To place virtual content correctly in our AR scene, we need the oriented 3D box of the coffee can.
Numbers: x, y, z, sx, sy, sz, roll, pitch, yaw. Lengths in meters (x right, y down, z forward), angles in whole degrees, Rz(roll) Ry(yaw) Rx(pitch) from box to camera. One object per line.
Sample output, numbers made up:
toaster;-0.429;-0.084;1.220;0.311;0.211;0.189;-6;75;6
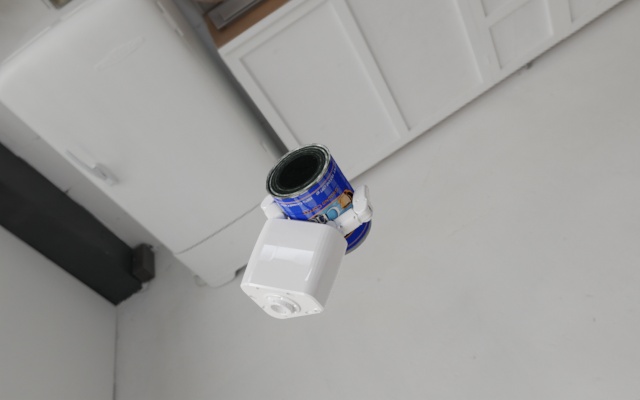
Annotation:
coffee can;0.000;0.002;0.694;0.103;0.102;0.140;0;-40;37
